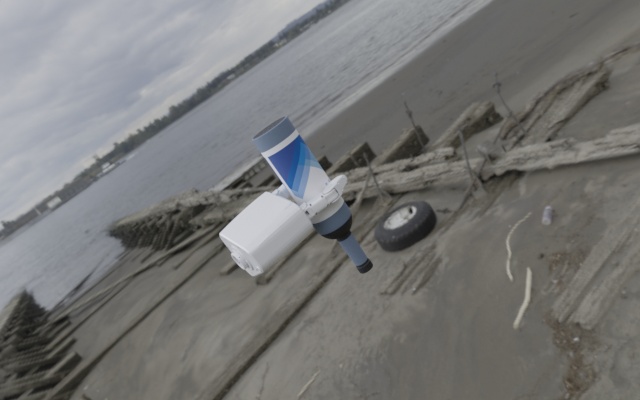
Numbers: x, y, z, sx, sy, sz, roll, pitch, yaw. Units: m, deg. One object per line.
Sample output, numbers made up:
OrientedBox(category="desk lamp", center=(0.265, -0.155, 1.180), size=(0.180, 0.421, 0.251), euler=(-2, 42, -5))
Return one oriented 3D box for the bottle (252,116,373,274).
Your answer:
OrientedBox(category="bottle", center=(0.000, 0.002, 0.786), size=(0.069, 0.296, 0.069), euler=(-31, 17, 11))
